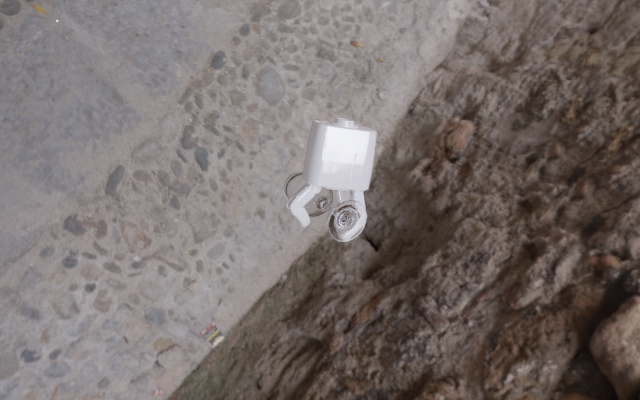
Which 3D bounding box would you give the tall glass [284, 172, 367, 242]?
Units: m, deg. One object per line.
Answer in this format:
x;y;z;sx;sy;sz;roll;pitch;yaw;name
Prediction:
0.000;0.003;0.875;0.079;0.079;0.201;0;18;-29;tall glass
